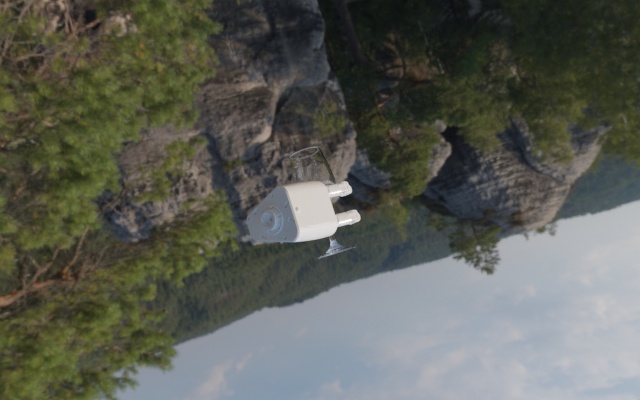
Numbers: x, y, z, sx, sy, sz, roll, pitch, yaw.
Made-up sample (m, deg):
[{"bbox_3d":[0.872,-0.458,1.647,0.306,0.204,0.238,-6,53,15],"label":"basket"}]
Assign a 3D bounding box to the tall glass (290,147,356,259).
[{"bbox_3d":[0.000,0.004,0.897,0.079,0.201,0.079,-17,-7,-2],"label":"tall glass"}]
